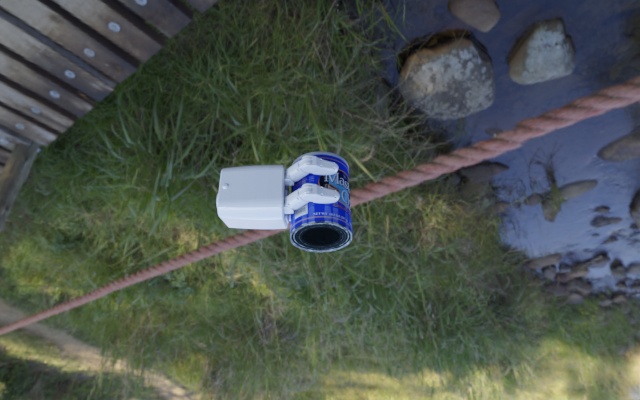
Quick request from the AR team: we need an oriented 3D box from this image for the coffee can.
[{"bbox_3d":[0.000,0.003,0.810,0.103,0.140,0.103,-1,-32,0],"label":"coffee can"}]
